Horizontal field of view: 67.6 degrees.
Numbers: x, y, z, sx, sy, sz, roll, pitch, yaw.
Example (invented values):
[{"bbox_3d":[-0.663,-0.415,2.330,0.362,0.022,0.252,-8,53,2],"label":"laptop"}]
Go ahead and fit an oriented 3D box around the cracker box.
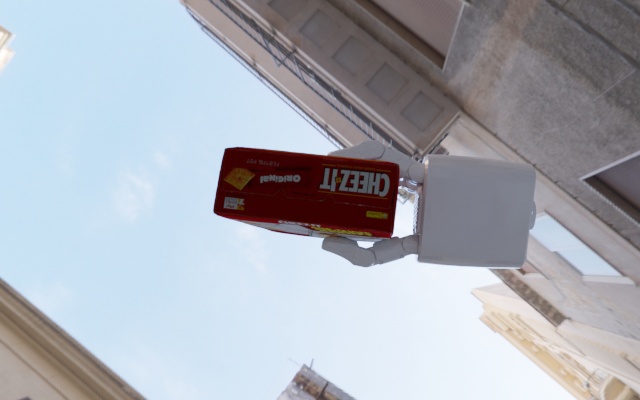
[{"bbox_3d":[0.000,0.002,0.523,0.164,0.072,0.214,6,-7,8],"label":"cracker box"}]
